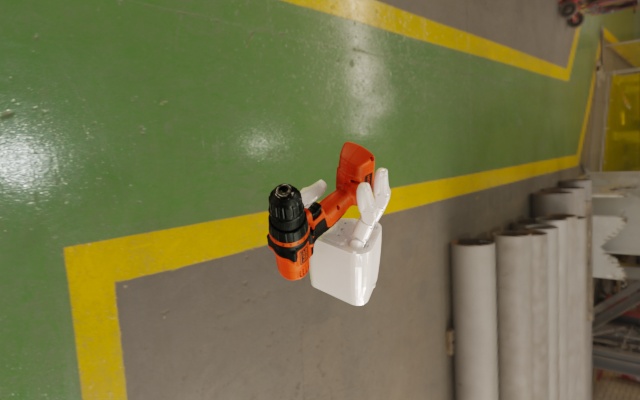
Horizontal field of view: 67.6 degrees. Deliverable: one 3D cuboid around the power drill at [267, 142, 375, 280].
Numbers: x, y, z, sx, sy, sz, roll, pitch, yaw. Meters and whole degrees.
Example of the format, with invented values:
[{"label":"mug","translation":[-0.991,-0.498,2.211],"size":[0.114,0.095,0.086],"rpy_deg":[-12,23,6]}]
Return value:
[{"label":"power drill","translation":[0.000,0.002,0.656],"size":[0.057,0.185,0.187],"rpy_deg":[33,59,23]}]
